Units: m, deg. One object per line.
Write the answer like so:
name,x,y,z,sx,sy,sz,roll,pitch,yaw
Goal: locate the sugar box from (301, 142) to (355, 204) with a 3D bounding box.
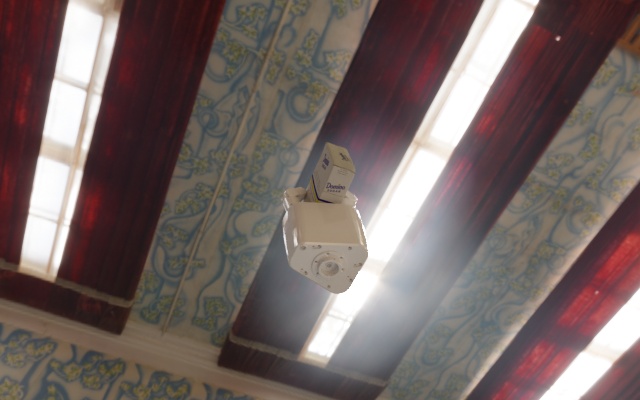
sugar box,0.001,0.003,0.790,0.048,0.176,0.093,19,26,-17
